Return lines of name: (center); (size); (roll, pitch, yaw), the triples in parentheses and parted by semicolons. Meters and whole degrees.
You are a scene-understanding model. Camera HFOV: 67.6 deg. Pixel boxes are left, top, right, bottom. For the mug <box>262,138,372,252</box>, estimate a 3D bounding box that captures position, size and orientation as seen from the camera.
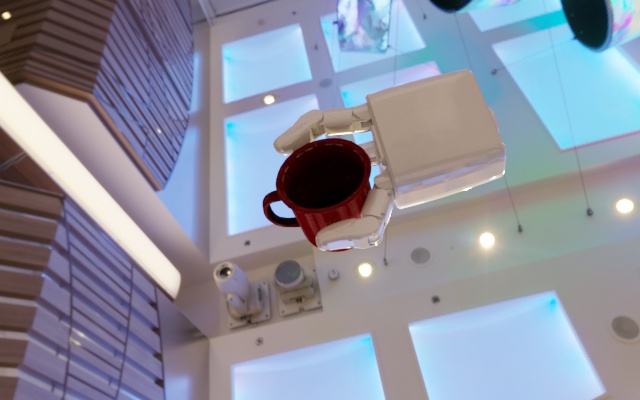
mug: (-0.001, 0.002, 0.481); (0.117, 0.093, 0.082); (-15, -40, 6)
